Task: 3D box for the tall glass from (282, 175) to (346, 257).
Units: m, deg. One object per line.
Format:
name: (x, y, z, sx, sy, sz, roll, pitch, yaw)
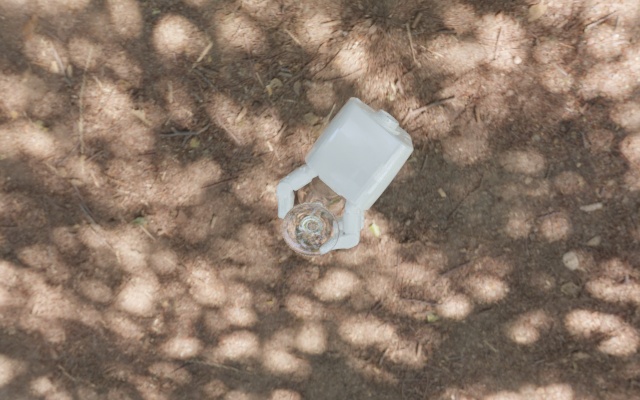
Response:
tall glass: (0.000, 0.003, 0.695, 0.079, 0.079, 0.201, 0, 21, 8)
